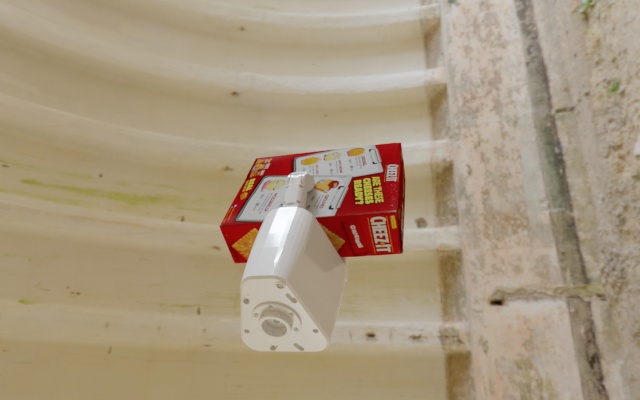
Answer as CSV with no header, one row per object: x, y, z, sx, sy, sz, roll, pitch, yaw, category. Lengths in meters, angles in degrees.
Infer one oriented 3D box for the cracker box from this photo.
0.000,0.002,0.621,0.214,0.072,0.164,-5,34,15,cracker box
